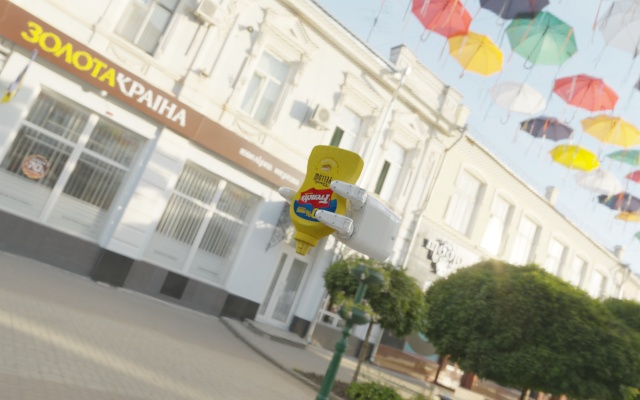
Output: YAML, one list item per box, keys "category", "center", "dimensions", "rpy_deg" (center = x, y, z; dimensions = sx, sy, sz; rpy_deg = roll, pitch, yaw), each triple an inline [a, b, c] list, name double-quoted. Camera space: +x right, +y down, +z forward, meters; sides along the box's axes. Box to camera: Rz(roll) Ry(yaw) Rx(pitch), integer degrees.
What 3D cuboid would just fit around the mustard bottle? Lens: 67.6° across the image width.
- category: "mustard bottle"
  center: [0.000, 0.002, 0.817]
  dimensions: [0.096, 0.191, 0.058]
  rpy_deg: [16, -13, 24]
